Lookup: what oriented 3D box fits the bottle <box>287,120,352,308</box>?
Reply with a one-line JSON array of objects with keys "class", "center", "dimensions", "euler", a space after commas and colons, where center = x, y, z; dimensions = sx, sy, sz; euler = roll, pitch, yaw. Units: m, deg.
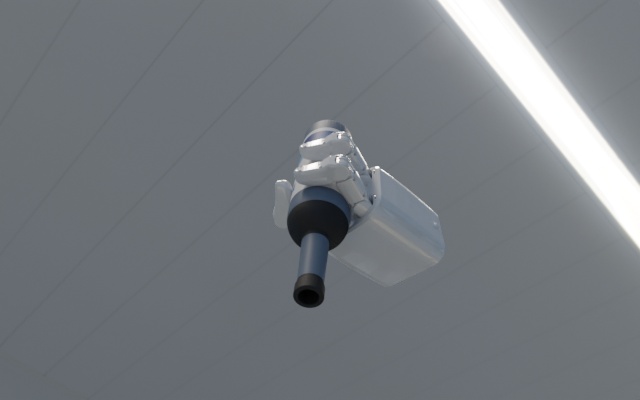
[{"class": "bottle", "center": [0.000, 0.002, 0.535], "dimensions": [0.069, 0.069, 0.295], "euler": [0, 34, 5]}]
